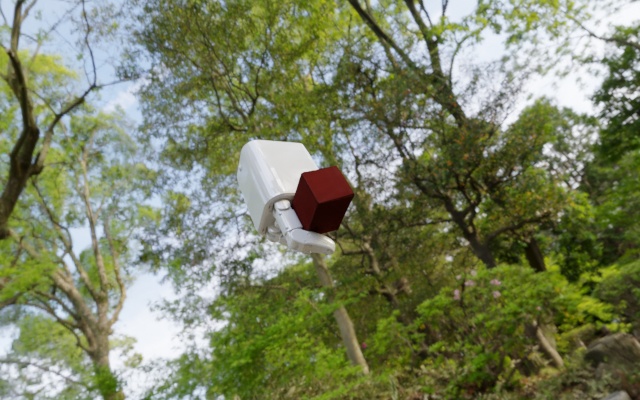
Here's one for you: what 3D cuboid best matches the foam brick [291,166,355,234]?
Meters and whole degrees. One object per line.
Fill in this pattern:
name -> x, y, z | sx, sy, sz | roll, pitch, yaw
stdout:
foam brick -> 0.000, 0.002, 0.607 | 0.053, 0.051, 0.078 | -13, -32, -26
